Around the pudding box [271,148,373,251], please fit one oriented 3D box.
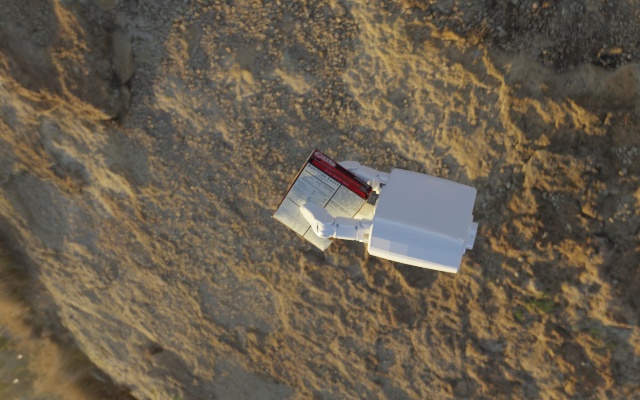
[{"bbox_3d":[0.000,0.002,0.619,0.090,0.113,0.039,35,36,-2],"label":"pudding box"}]
